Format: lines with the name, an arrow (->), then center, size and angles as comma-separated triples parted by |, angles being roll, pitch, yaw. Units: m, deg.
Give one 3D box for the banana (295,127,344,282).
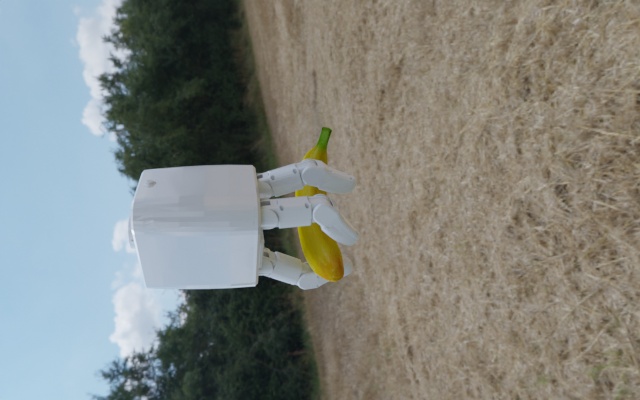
banana -> -0.004, 0.010, 0.510 | 0.037, 0.197, 0.070 | 5, -39, -13
